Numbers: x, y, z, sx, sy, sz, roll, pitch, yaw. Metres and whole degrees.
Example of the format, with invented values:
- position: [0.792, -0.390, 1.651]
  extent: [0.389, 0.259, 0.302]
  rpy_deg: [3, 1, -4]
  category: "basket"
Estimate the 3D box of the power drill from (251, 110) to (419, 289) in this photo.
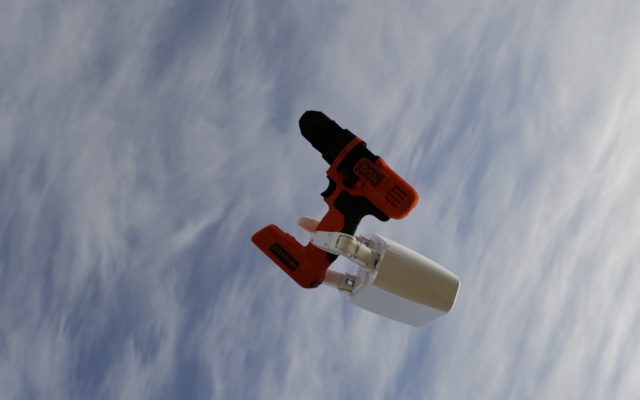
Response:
- position: [0.000, 0.003, 0.604]
  extent: [0.184, 0.187, 0.057]
  rpy_deg: [42, 6, 11]
  category: "power drill"
